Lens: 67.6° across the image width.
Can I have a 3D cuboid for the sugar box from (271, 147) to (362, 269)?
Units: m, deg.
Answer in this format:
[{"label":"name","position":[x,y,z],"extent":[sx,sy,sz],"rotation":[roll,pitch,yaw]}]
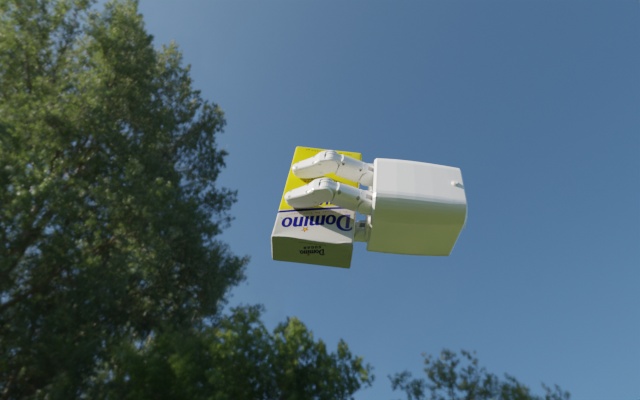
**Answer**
[{"label":"sugar box","position":[0.000,0.001,0.595],"extent":[0.093,0.048,0.176],"rotation":[6,39,3]}]
